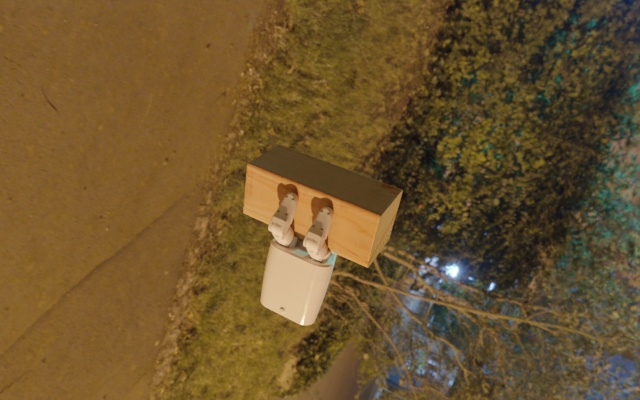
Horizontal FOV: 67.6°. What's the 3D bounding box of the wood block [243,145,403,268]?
[{"bbox_3d":[0.000,0.003,0.695,0.206,0.090,0.090,22,33,19],"label":"wood block"}]
